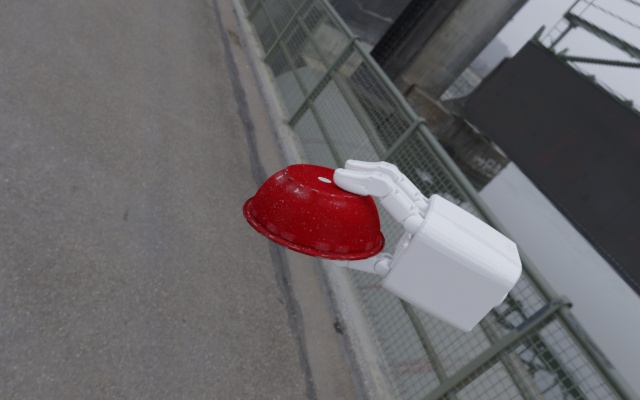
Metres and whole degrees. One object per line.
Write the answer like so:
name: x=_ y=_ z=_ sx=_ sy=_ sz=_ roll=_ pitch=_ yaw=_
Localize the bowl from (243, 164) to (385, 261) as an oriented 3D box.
bowl: x=-0.001 y=0.001 z=0.520 sx=0.162 sy=0.055 sz=0.162 roll=13 pitch=20 yaw=-5
